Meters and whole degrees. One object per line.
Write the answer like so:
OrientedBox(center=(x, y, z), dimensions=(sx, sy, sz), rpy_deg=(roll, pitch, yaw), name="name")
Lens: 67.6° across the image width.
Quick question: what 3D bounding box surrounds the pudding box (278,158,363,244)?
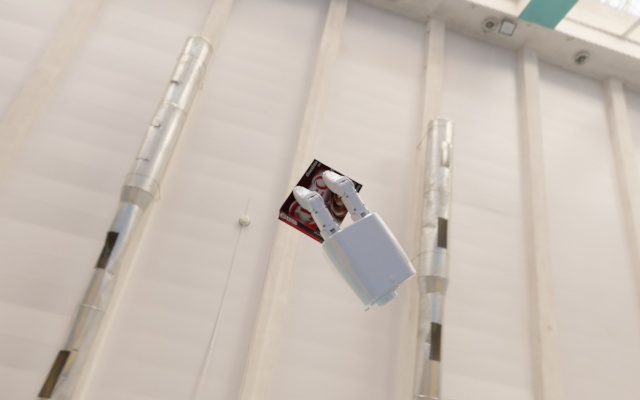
OrientedBox(center=(0.000, 0.003, 0.739), dimensions=(0.090, 0.113, 0.039), rpy_deg=(30, -31, 5), name="pudding box")
